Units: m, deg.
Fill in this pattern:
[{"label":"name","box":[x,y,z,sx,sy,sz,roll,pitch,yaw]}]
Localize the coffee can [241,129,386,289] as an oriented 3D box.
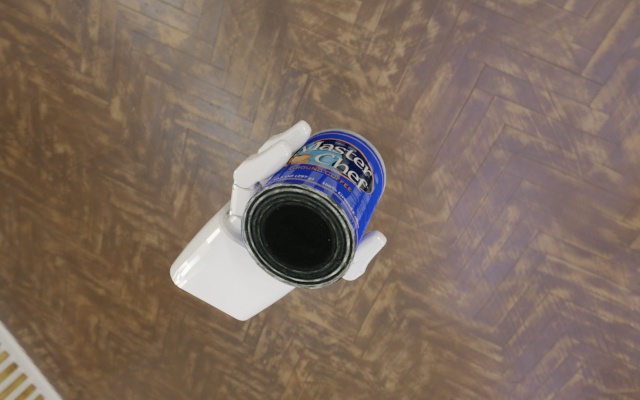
[{"label":"coffee can","box":[0.000,0.001,0.458,0.103,0.103,0.140,0,26,19]}]
